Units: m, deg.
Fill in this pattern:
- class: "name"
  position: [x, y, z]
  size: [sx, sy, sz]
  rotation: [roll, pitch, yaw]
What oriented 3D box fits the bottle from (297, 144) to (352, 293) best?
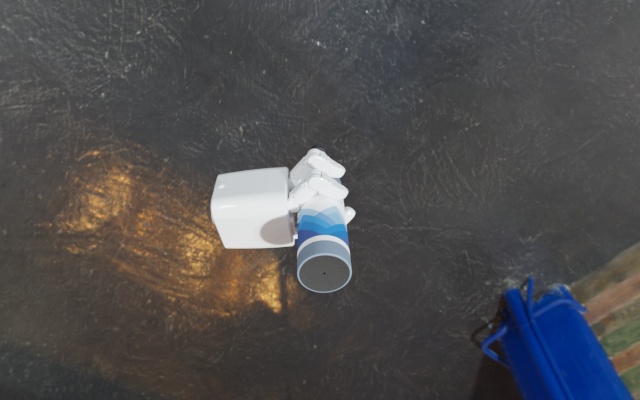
- class: "bottle"
  position: [0.000, 0.002, 0.695]
  size: [0.069, 0.069, 0.295]
  rotation: [0, 36, -2]
